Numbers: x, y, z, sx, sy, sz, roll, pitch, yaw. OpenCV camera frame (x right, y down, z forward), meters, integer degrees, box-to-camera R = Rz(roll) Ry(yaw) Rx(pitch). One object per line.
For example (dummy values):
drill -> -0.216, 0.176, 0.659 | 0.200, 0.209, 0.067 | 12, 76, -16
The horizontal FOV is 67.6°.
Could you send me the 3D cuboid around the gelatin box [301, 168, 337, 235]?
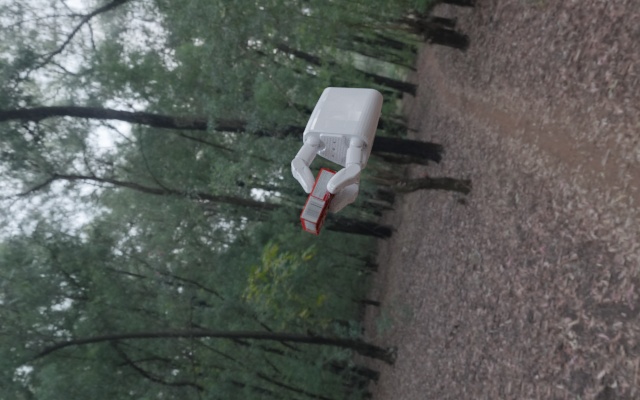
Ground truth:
gelatin box -> 0.000, 0.003, 0.749 | 0.030, 0.089, 0.073 | 21, -16, 8
